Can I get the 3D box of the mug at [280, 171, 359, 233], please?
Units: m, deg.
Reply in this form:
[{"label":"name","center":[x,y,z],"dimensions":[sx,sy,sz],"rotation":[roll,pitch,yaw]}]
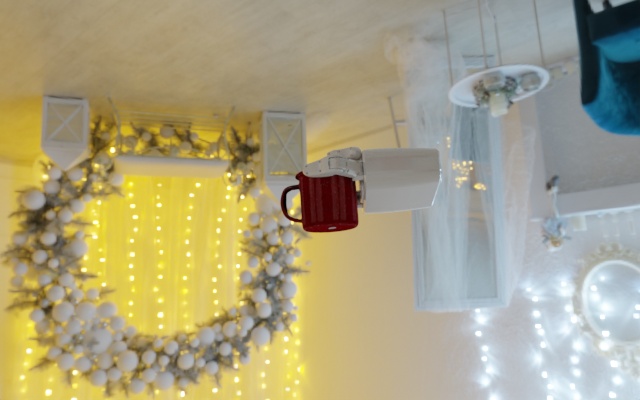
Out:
[{"label":"mug","center":[-0.001,0.003,0.691],"dimensions":[0.117,0.081,0.093],"rotation":[-4,-11,2]}]
